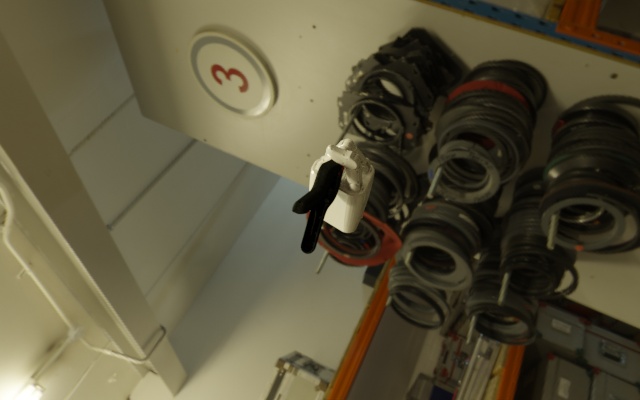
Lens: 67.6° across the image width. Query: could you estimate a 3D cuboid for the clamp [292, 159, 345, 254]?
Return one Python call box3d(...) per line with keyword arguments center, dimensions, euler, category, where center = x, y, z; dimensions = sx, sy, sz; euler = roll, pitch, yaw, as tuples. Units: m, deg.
box3d(center=(0.000, 0.002, 0.795), dimensions=(0.039, 0.120, 0.171), euler=(20, 47, 16), category="clamp")
